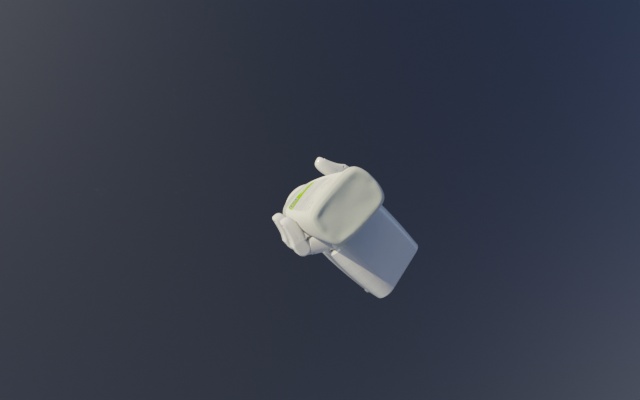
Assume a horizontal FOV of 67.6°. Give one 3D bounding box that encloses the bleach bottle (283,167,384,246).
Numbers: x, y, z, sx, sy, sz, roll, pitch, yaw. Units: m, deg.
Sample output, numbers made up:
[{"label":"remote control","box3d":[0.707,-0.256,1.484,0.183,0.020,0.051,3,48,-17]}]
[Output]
[{"label":"bleach bottle","box3d":[0.000,0.002,0.706,0.068,0.102,0.251,45,-9,-13]}]
